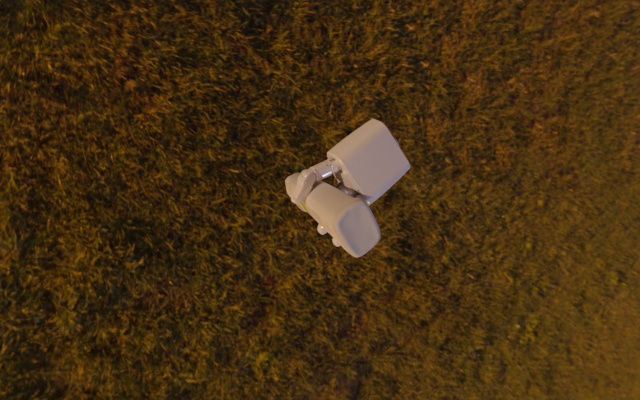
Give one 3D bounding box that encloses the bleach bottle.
[{"bbox_3d":[0.000,0.003,0.836,0.068,0.103,0.250,-39,36,-11],"label":"bleach bottle"}]
